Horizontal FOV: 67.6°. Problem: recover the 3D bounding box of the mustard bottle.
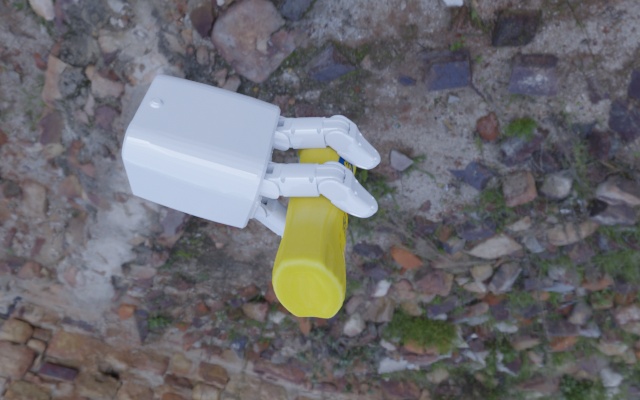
[{"bbox_3d":[0.000,0.002,0.436,0.058,0.191,0.096,0,-39,9],"label":"mustard bottle"}]
